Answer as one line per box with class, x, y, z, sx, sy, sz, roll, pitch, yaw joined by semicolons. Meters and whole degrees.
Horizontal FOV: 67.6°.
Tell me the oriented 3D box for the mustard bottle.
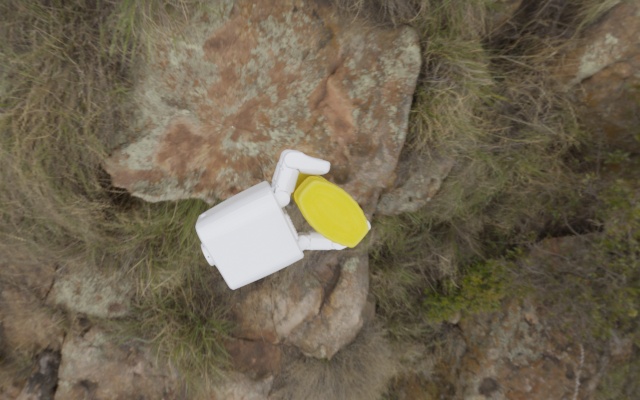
mustard bottle;0.000;0.002;0.645;0.096;0.058;0.191;40;0;-13
